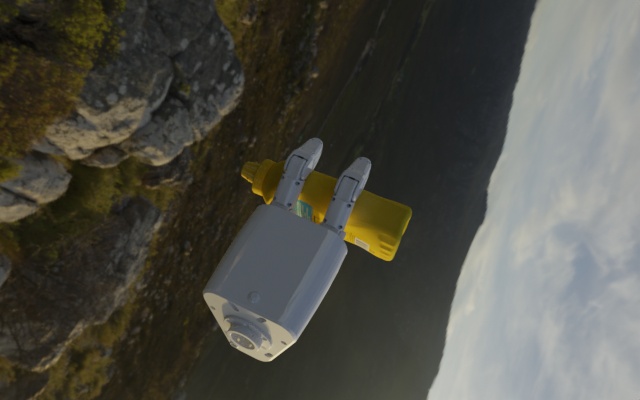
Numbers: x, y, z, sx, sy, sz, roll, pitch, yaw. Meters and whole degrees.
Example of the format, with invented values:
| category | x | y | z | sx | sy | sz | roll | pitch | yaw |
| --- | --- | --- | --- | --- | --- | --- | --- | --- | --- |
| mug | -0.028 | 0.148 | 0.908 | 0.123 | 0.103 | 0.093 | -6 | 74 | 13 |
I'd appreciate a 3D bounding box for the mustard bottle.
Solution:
| category | x | y | z | sx | sy | sz | roll | pitch | yaw |
| --- | --- | --- | --- | --- | --- | --- | --- | --- | --- |
| mustard bottle | 0.000 | 0.002 | 0.522 | 0.191 | 0.058 | 0.096 | 23 | -13 | 11 |
